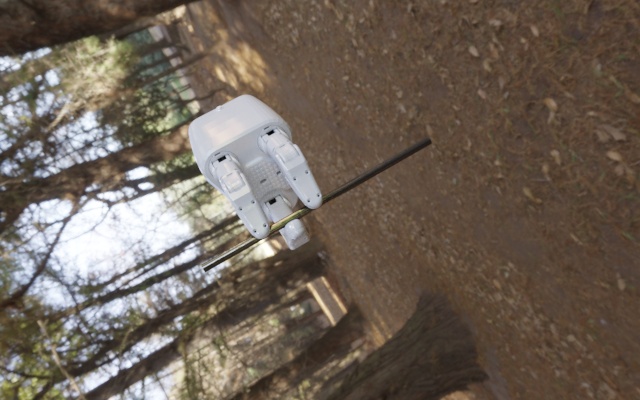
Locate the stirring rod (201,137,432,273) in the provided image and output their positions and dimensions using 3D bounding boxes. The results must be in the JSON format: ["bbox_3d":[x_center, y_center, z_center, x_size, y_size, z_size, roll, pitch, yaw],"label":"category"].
[{"bbox_3d":[0.000,0.001,0.438,0.239,0.011,0.011,-30,4,-8],"label":"stirring rod"}]
